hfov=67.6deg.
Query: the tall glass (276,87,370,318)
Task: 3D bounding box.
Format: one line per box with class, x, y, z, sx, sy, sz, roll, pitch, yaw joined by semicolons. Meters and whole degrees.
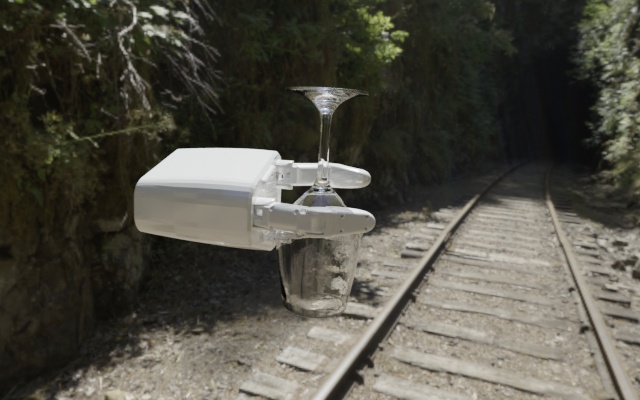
tall glass;0.000;0.001;0.437;0.079;0.201;0.079;3;9;0
